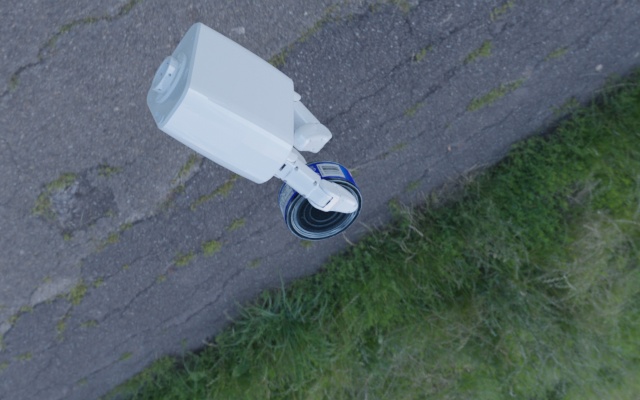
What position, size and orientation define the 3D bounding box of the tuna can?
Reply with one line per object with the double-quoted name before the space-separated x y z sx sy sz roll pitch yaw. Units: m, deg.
"tuna can" 0.000 0.002 0.505 0.086 0.086 0.033 0 39 -23
